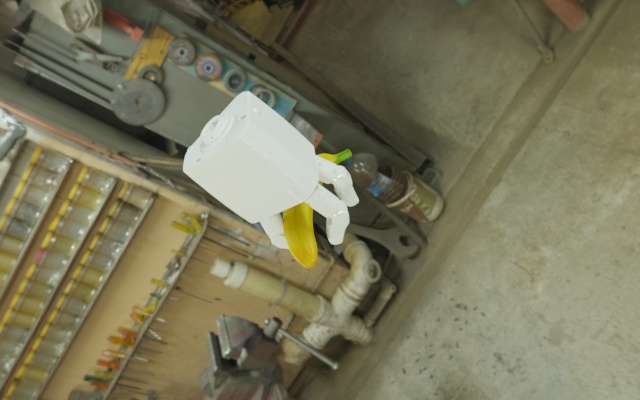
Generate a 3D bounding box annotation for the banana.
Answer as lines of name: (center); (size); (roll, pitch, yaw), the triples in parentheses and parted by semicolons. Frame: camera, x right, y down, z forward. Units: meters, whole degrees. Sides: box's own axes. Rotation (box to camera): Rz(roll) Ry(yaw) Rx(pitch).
banana: (-0.015, 0.002, 0.617); (0.069, 0.197, 0.037); (-9, -44, 31)
